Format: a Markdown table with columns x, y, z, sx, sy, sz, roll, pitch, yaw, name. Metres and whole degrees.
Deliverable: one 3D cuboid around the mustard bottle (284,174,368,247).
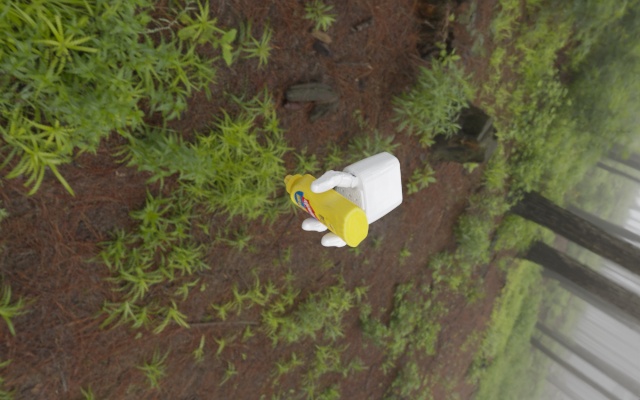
| x | y | z | sx | sy | sz | roll | pitch | yaw | name |
| --- | --- | --- | --- | --- | --- | --- | --- | --- | --- |
| 0.000 | 0.003 | 0.873 | 0.191 | 0.058 | 0.096 | 36 | -18 | 35 | mustard bottle |
